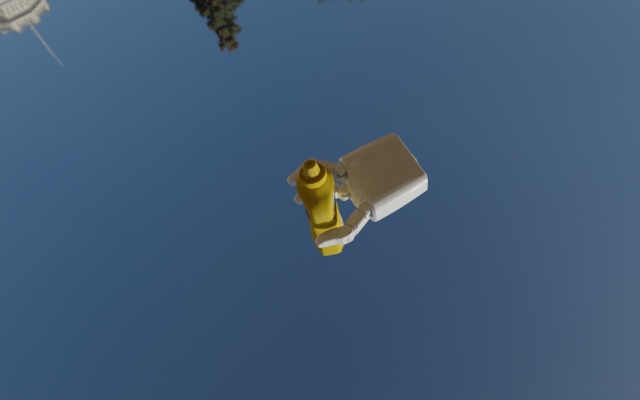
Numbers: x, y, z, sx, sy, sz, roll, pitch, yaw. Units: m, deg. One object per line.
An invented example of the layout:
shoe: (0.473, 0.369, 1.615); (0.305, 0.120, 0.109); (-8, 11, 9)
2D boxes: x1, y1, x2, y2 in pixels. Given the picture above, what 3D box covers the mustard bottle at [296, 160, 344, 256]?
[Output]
mustard bottle: (0.000, 0.003, 0.759); (0.058, 0.096, 0.192); (-9, -36, 4)
